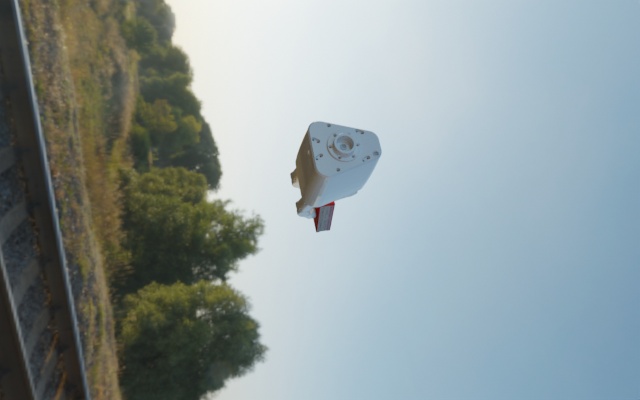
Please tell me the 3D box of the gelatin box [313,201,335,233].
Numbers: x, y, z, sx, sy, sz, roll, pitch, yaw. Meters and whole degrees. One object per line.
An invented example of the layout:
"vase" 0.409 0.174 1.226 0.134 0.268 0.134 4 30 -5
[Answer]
"gelatin box" 0.001 0.003 0.850 0.030 0.073 0.089 -8 -33 -10
